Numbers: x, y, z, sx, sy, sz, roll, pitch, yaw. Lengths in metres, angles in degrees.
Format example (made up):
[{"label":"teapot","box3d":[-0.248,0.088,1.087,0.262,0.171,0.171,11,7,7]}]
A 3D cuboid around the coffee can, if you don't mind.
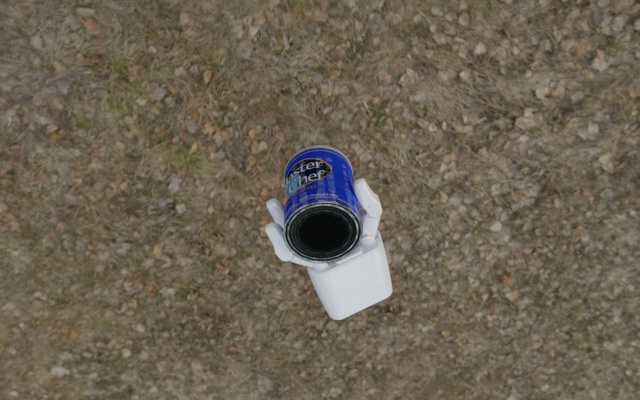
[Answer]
[{"label":"coffee can","box3d":[0.000,0.002,0.660,0.103,0.103,0.140,0,36,-3]}]
